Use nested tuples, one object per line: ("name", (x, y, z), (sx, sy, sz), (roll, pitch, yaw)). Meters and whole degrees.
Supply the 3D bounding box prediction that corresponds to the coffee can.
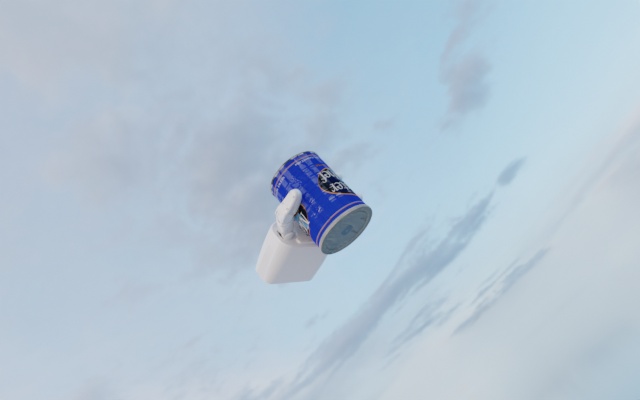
("coffee can", (0.000, 0.003, 0.773), (0.140, 0.103, 0.103), (47, 26, 27))
